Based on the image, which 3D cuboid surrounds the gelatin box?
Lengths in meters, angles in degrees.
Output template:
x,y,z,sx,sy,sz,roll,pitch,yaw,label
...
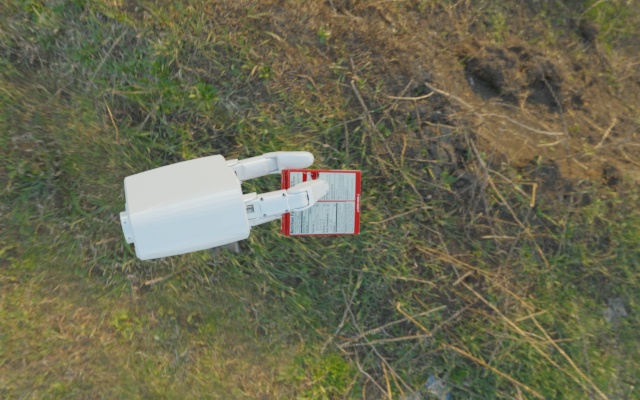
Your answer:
x,y,z,sx,sy,sz,roll,pitch,yaw,label
0.001,0.002,0.538,0.089,0.073,0.030,0,3,-18,gelatin box
